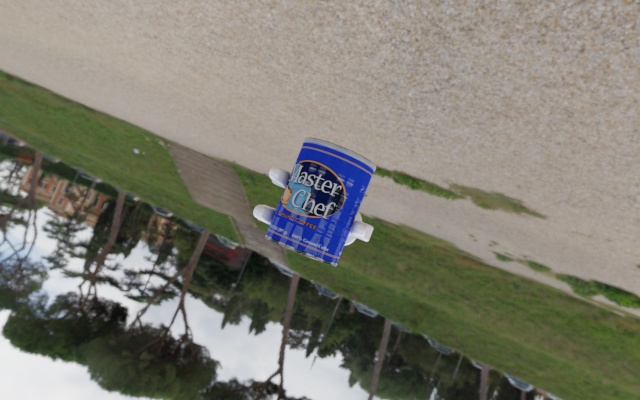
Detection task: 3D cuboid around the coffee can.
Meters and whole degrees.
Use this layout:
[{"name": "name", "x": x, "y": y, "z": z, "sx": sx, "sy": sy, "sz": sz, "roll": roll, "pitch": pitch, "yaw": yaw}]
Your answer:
[{"name": "coffee can", "x": 0.000, "y": 0.002, "z": 0.627, "sx": 0.103, "sy": 0.140, "sz": 0.103, "roll": 22, "pitch": -4, "yaw": 1}]
